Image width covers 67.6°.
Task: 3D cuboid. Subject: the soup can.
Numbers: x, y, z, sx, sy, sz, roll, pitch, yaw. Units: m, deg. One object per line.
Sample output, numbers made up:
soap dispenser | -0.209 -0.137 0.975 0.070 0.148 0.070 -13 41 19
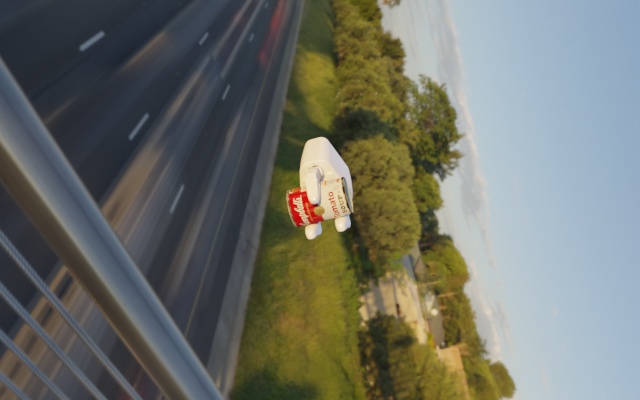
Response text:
soup can | 0.000 0.003 0.830 0.102 0.068 0.068 -14 -3 10
